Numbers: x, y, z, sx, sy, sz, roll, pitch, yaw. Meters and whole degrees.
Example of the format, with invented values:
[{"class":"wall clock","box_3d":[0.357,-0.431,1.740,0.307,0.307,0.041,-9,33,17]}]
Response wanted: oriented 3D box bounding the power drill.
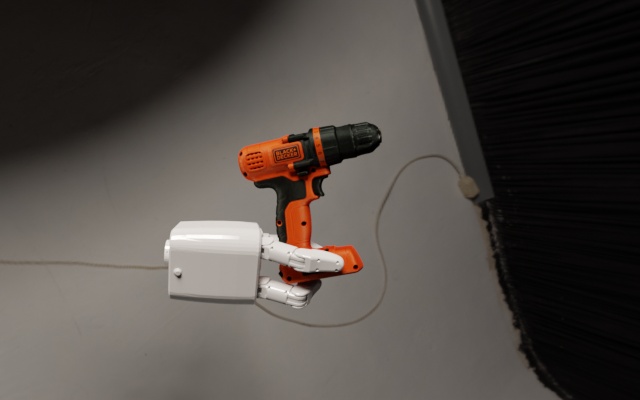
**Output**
[{"class":"power drill","box_3d":[0.000,0.002,0.607,0.184,0.187,0.057,-11,-1,8]}]
